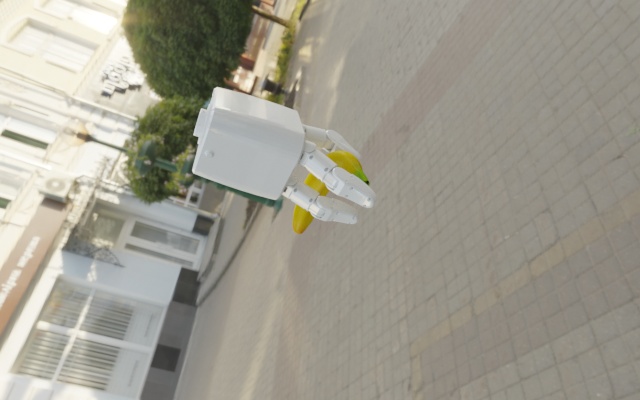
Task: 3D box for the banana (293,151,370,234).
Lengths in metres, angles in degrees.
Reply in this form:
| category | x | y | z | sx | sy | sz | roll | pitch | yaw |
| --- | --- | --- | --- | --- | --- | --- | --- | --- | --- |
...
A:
| category | x | y | z | sx | sy | sz | roll | pitch | yaw |
| --- | --- | --- | --- | --- | --- | --- | --- | --- | --- |
| banana | 0.003 | -0.016 | 0.632 | 0.037 | 0.069 | 0.198 | 13 | -26 | -21 |
